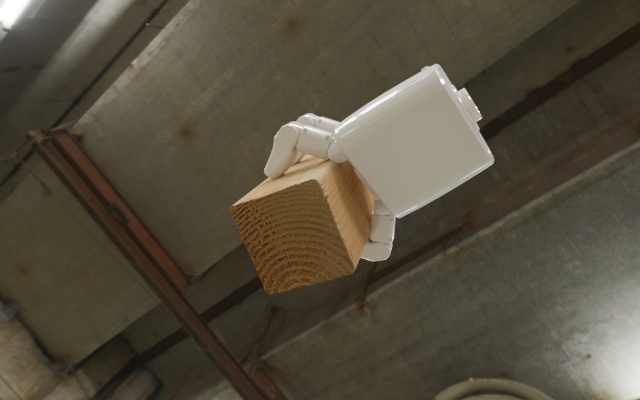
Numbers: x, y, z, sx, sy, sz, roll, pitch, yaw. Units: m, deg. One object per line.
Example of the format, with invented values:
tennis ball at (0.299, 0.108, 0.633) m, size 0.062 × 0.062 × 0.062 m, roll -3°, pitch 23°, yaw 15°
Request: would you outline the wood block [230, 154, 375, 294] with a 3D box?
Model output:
wood block at (0.001, 0.002, 0.501) m, size 0.090 × 0.091 × 0.206 m, roll -18°, pitch 13°, yaw 20°
